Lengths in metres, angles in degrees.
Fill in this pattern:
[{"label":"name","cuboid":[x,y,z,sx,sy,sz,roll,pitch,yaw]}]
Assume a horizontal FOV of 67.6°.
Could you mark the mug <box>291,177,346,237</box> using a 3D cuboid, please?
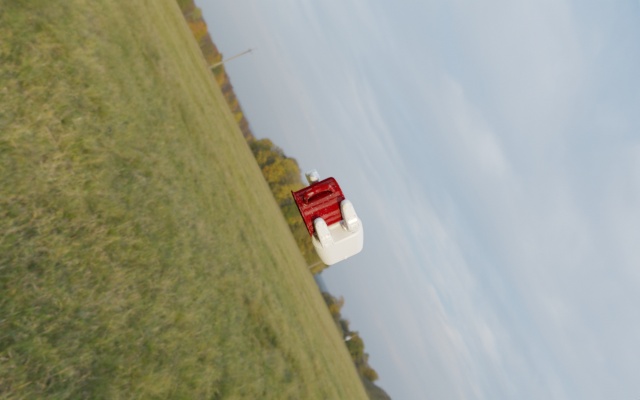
[{"label":"mug","cuboid":[0.000,0.002,0.851,0.081,0.093,0.117,-24,-27,-4]}]
